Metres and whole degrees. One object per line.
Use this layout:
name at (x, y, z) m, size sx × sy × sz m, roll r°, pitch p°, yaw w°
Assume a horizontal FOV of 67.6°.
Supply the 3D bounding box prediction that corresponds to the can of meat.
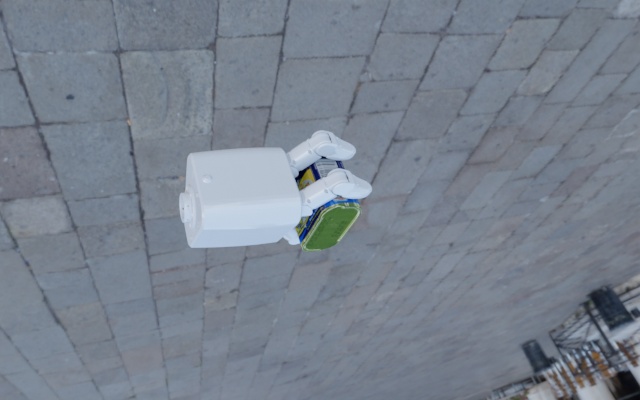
can of meat at (0.000, 0.002, 0.579) m, size 0.057 × 0.084 × 0.102 m, roll -2°, pitch -35°, yaw -28°
